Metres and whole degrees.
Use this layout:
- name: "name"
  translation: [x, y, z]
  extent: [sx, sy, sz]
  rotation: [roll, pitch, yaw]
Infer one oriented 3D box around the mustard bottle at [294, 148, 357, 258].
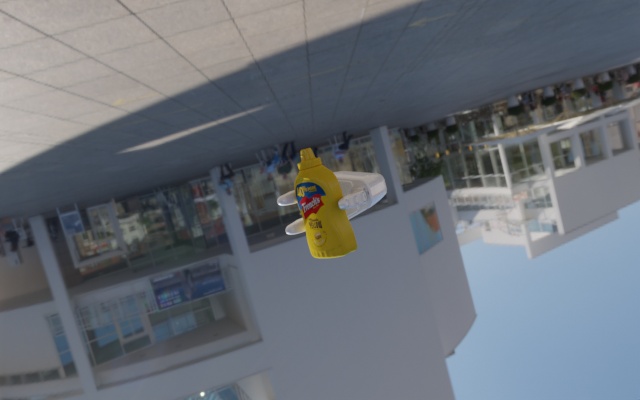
- name: "mustard bottle"
  translation: [0.000, 0.003, 0.833]
  extent: [0.058, 0.191, 0.096]
  rotation: [-19, 6, -39]
